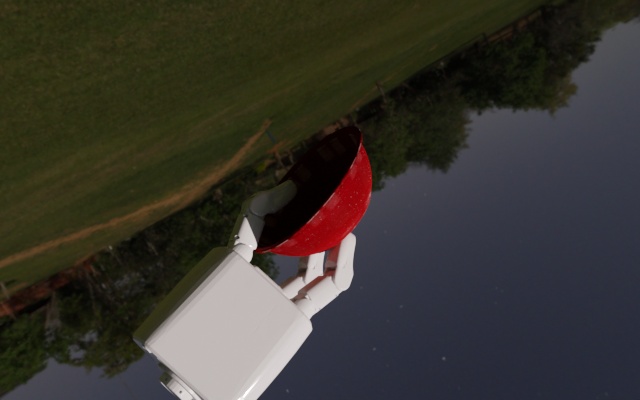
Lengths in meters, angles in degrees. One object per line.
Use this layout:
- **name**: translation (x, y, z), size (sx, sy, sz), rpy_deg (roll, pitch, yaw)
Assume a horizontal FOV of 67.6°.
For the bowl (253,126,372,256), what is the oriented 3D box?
- **bowl**: translation (0.001, 0.001, 0.492), size (0.055, 0.162, 0.162), rpy_deg (40, -16, -20)
